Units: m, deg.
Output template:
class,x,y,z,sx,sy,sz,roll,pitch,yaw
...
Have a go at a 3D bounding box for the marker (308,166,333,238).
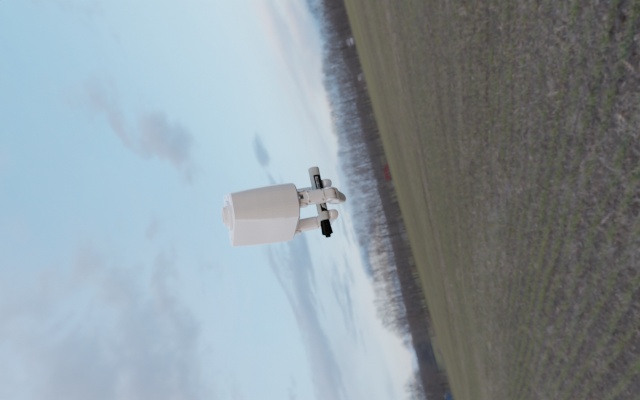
class,x,y,z,sx,sy,sz,roll,pitch,yaw
marker,0.000,0.003,0.785,0.020,0.121,0.020,-11,-16,-3
